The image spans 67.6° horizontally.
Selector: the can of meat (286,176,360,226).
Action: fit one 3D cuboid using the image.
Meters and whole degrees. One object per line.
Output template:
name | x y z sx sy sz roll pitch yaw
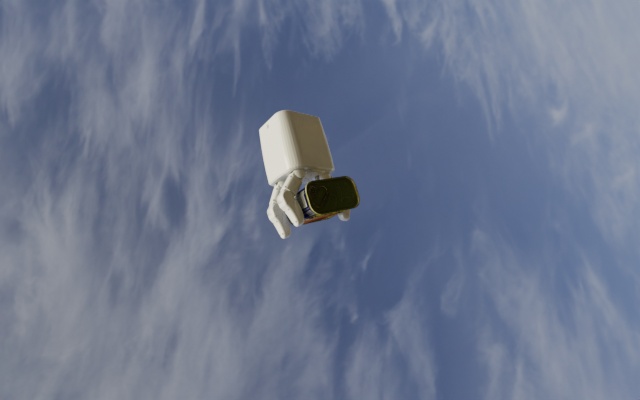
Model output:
can of meat | 0.000 0.003 0.806 0.102 0.057 0.084 -10 -11 -35
